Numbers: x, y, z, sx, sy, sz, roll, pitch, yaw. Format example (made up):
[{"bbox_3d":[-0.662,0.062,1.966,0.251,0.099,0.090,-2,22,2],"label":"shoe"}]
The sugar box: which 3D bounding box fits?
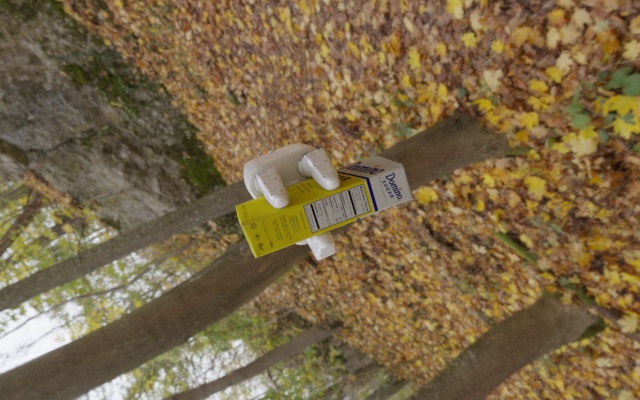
[{"bbox_3d":[0.000,0.001,0.518,0.176,0.048,0.093,-23,16,-9],"label":"sugar box"}]
